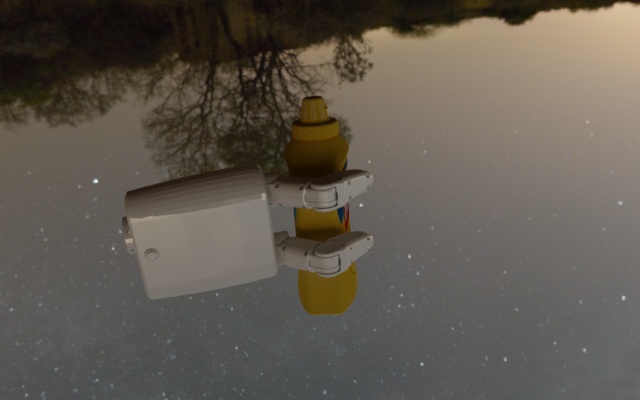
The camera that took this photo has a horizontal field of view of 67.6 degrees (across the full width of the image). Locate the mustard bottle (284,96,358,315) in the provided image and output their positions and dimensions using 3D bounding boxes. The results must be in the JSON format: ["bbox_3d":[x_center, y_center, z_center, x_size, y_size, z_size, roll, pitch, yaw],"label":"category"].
[{"bbox_3d":[0.000,0.002,0.440,0.058,0.192,0.096,-2,21,7],"label":"mustard bottle"}]
